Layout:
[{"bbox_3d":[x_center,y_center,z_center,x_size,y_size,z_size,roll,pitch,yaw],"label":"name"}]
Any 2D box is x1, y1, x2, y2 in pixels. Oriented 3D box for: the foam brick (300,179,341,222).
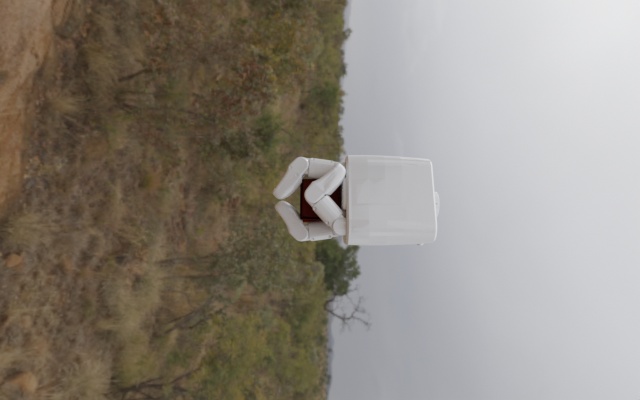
[{"bbox_3d":[0.000,0.002,0.630,0.051,0.053,0.078,0,-5,0],"label":"foam brick"}]
